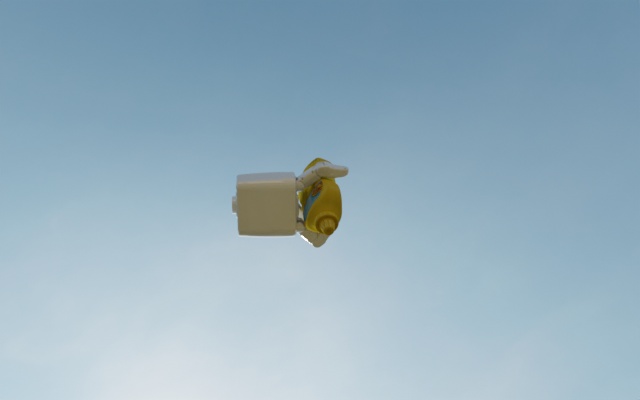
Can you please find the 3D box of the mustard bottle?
[{"bbox_3d":[0.000,0.003,0.868,0.058,0.096,0.191,21,25,-19],"label":"mustard bottle"}]
